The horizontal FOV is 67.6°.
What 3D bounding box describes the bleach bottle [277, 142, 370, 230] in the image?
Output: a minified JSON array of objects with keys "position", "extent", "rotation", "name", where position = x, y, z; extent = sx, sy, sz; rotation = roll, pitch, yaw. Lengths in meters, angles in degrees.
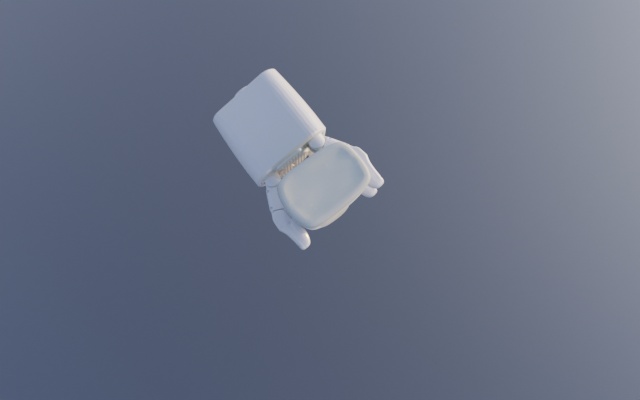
[{"position":[0.000,0.002,0.626],"extent":[0.102,0.068,0.251],"rotation":[-37,-6,-8],"name":"bleach bottle"}]
